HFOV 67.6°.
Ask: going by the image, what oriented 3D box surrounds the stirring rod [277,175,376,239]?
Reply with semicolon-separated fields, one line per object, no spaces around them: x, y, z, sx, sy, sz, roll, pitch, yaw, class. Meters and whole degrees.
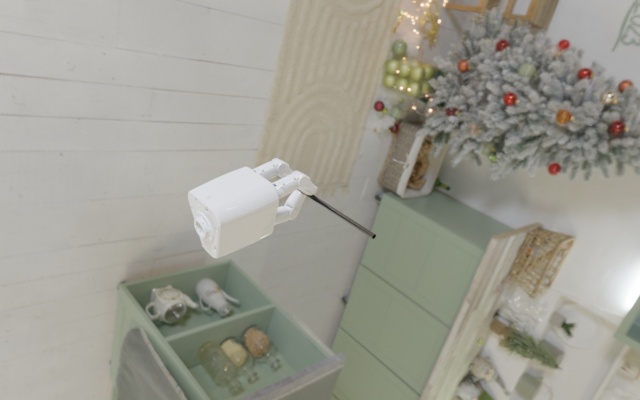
0.000;0.003;0.784;0.011;0.011;0.239;0;25;-47;stirring rod
